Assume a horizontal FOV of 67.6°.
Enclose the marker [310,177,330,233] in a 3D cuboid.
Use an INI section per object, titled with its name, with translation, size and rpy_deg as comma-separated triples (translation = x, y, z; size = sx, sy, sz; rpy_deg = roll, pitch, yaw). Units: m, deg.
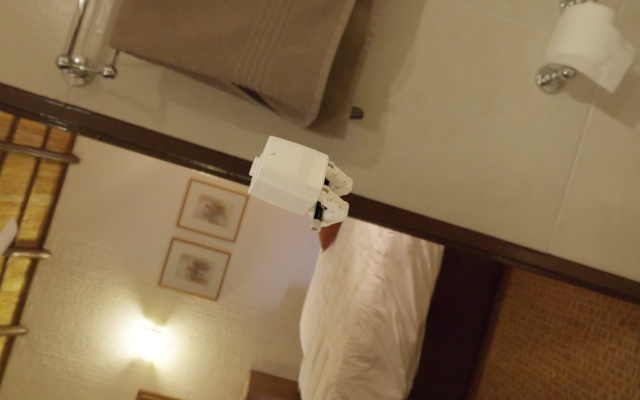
[marker]
translation = 0.000, 0.003, 0.848
size = 0.020, 0.121, 0.020
rpy_deg = 7, -38, 6
